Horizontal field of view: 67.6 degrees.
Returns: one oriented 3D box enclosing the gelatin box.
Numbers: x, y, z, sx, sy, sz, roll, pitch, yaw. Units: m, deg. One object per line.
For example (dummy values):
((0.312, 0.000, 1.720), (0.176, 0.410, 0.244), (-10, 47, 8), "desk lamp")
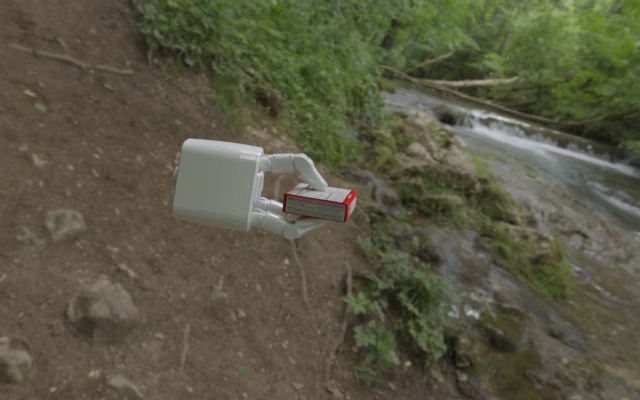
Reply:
((0.000, 0.002, 0.660), (0.089, 0.030, 0.073), (8, 16, 12), "gelatin box")
